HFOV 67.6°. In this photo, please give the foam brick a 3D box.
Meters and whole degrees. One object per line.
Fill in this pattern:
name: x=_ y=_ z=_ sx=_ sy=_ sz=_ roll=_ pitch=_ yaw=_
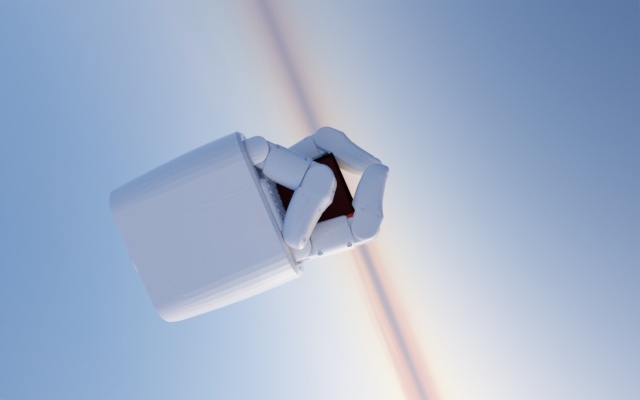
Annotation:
foam brick: x=0.000 y=0.001 z=0.403 sx=0.051 sy=0.053 sz=0.078 roll=-23 pitch=-13 yaw=2
